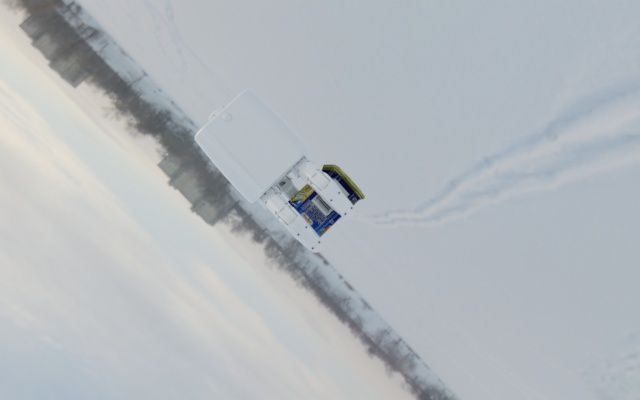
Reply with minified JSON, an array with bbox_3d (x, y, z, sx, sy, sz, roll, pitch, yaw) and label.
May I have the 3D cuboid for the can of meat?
[{"bbox_3d":[0.000,0.002,0.616,0.084,0.057,0.102,-43,10,-5],"label":"can of meat"}]
